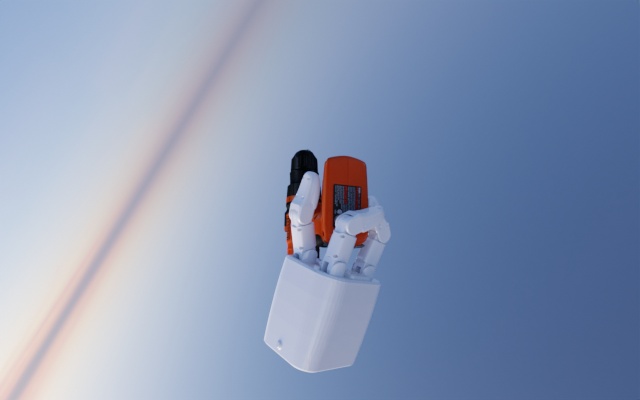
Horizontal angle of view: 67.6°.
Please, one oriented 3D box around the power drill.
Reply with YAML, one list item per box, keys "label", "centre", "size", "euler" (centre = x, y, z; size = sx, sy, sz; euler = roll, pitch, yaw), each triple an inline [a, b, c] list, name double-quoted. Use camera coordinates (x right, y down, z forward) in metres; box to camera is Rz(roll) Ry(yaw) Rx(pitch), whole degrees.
- label: "power drill"
  centre: [0.000, 0.002, 0.628]
  size: [0.057, 0.184, 0.188]
  euler: [3, -12, -18]
